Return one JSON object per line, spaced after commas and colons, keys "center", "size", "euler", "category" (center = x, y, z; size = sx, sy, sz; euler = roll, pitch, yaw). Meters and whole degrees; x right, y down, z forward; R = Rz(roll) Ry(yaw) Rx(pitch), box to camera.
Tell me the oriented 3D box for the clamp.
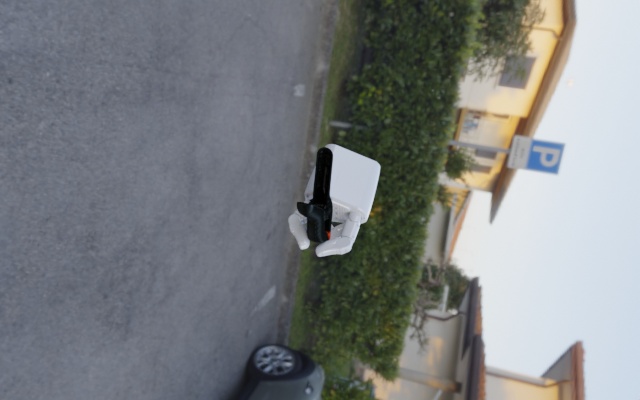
{"center": [0.001, 0.003, 0.744], "size": [0.039, 0.120, 0.172], "euler": [17, -26, 13], "category": "clamp"}
